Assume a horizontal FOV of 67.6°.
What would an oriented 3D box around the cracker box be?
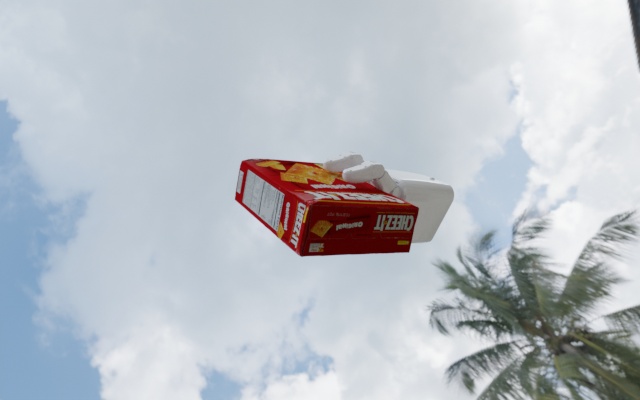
[{"bbox_3d":[0.000,0.002,0.648,0.164,0.072,0.213,1,17,-32],"label":"cracker box"}]
